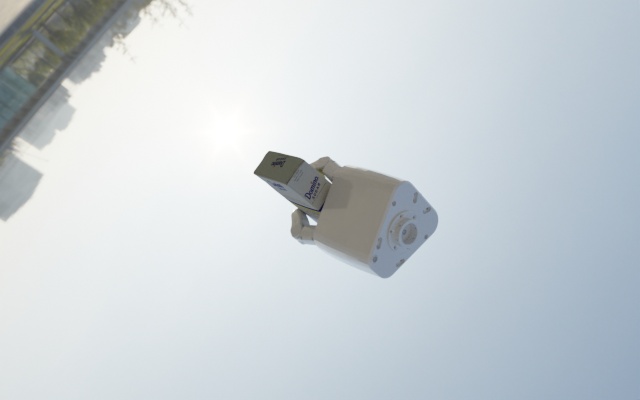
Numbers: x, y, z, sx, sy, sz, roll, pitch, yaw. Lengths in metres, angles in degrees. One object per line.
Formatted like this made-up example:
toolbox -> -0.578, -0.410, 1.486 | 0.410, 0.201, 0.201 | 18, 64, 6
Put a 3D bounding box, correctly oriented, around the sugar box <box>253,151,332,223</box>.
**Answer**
sugar box -> 0.001, 0.002, 0.651 | 0.176, 0.048, 0.093 | 43, -14, -35
